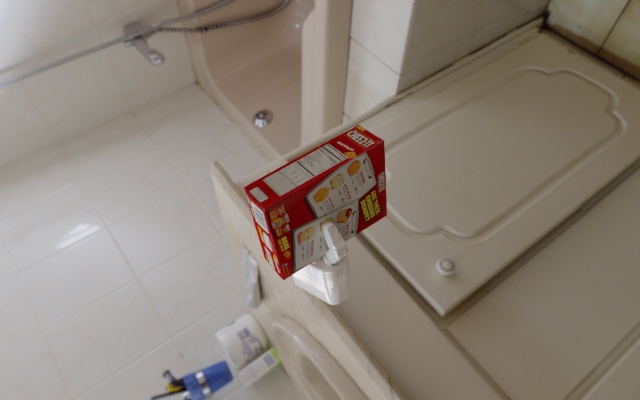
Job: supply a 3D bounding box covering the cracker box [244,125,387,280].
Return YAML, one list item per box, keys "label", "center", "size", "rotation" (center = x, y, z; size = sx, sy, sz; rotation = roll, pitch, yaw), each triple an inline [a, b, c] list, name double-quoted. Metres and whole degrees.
- label: "cracker box"
  center: [0.000, 0.003, 0.741]
  size: [0.213, 0.164, 0.072]
  rotation: [-31, 48, -20]
